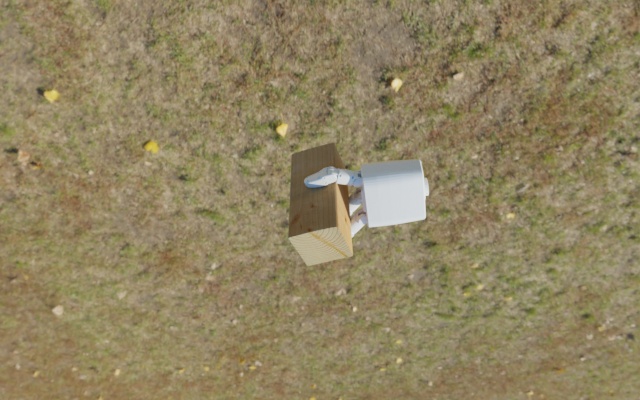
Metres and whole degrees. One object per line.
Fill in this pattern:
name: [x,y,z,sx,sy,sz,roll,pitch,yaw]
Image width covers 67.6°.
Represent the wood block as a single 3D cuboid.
wood block: [0.000,0.003,0.880,0.090,0.206,0.091,-14,-44,14]
